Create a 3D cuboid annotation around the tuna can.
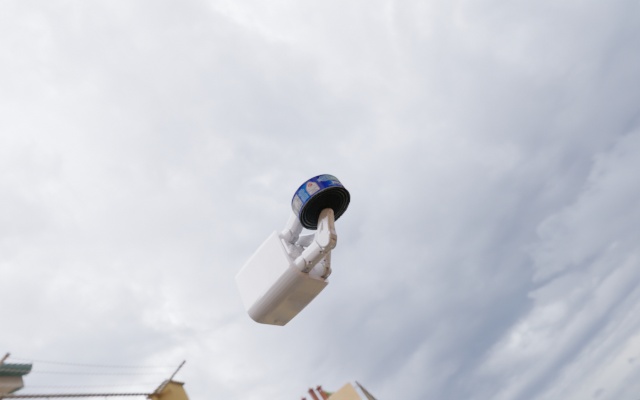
[{"bbox_3d":[0.000,0.002,0.712,0.086,0.086,0.033,0,41,-39],"label":"tuna can"}]
